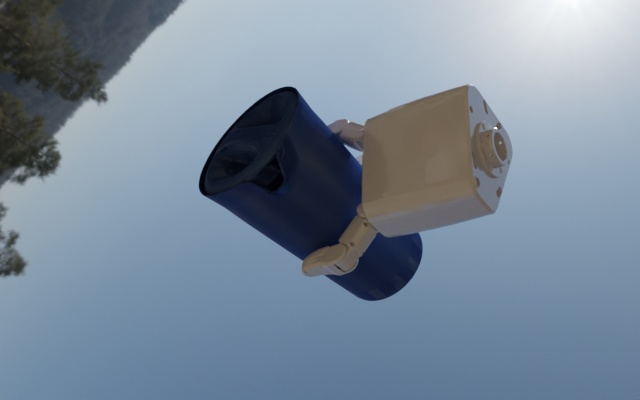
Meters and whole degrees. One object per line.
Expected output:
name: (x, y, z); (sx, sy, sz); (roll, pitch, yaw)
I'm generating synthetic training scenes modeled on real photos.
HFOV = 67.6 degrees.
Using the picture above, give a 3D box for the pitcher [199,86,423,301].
pitcher: (0.000, 0.002, 0.520); (0.145, 0.149, 0.243); (-15, -46, 42)
